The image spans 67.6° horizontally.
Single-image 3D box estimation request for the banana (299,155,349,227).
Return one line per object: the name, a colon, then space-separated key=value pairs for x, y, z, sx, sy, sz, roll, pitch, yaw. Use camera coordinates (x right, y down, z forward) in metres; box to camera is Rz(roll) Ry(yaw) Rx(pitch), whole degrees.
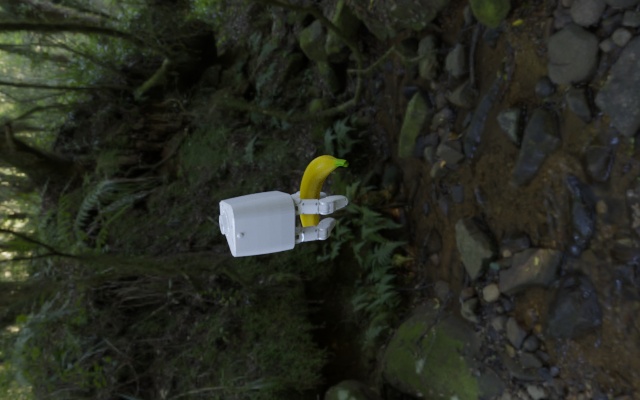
banana: x=-0.009 y=-0.012 z=0.856 sx=0.037 sy=0.198 sz=0.069 roll=-16 pitch=53 yaw=-33
